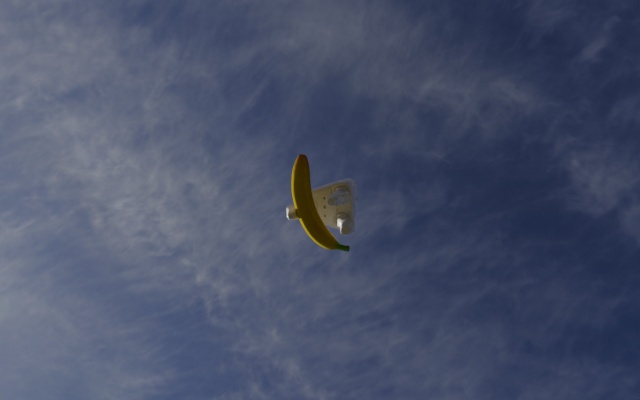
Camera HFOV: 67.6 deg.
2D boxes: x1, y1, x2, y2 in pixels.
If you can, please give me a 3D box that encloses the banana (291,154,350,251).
[{"bbox_3d":[-0.014,0.014,0.890,0.069,0.198,0.037,-25,3,19],"label":"banana"}]
